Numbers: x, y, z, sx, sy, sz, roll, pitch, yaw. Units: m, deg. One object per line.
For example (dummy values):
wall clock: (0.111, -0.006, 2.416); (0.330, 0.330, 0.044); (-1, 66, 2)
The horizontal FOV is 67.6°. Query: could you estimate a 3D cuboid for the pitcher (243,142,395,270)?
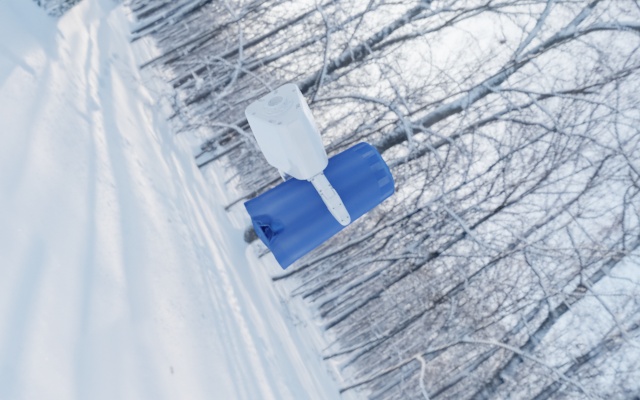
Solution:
pitcher: (0.000, 0.003, 0.830); (0.243, 0.145, 0.149); (-31, 42, -5)
